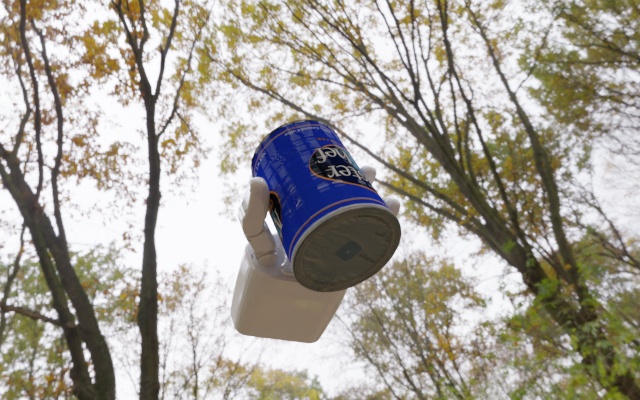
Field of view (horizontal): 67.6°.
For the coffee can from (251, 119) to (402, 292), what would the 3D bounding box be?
[{"bbox_3d":[0.000,0.001,0.461,0.103,0.103,0.140,0,39,-27],"label":"coffee can"}]
